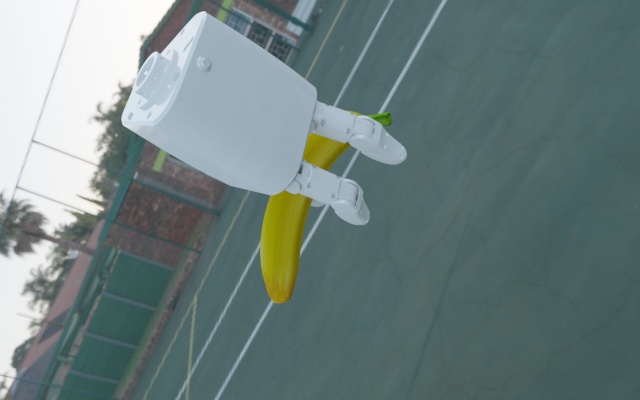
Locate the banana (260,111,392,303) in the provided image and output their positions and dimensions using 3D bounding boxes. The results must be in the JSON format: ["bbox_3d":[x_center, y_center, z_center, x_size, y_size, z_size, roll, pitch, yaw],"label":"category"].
[{"bbox_3d":[-0.012,-0.008,0.432,0.069,0.198,0.037,24,-8,38],"label":"banana"}]
